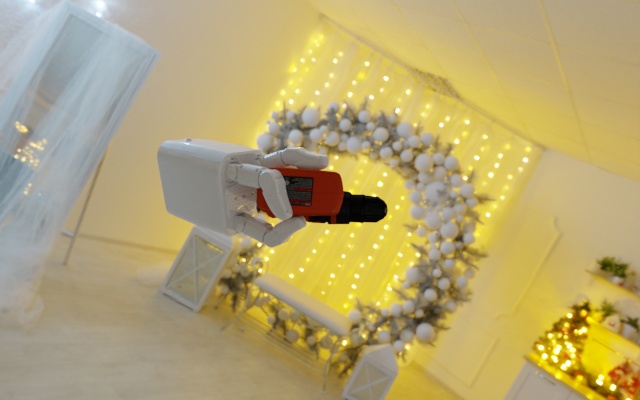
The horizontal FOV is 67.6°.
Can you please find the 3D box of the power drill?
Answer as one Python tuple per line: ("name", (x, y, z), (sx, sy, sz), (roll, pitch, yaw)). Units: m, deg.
("power drill", (0.000, 0.002, 0.649), (0.184, 0.057, 0.188), (1, -8, 7))
